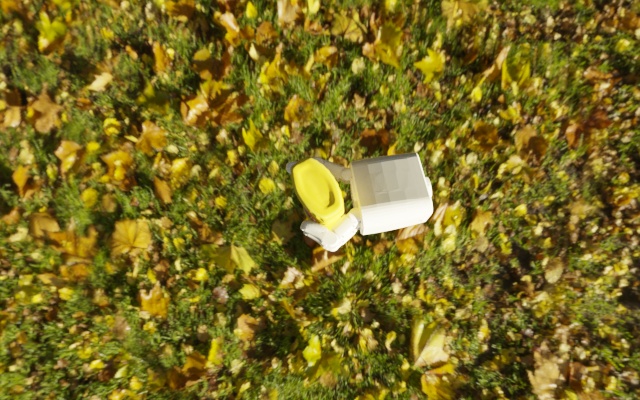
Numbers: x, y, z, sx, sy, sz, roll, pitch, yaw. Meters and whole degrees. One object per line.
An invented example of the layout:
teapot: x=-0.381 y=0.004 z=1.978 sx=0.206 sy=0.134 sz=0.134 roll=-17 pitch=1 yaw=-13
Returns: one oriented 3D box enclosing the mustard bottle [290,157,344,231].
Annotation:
mustard bottle: x=0.000 y=0.003 z=0.748 sx=0.058 sy=0.096 sz=0.192 roll=-34 pitch=-13 yaw=-4
